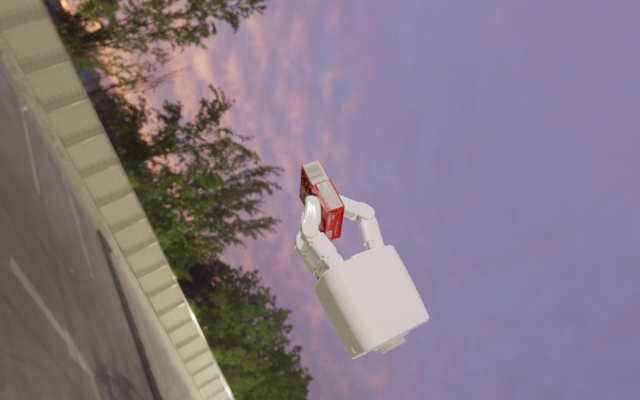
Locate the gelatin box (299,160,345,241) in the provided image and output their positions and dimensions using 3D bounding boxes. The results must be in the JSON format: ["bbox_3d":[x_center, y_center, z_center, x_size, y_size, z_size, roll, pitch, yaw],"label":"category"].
[{"bbox_3d":[0.000,0.002,0.654,0.030,0.089,0.073,-17,-33,-17],"label":"gelatin box"}]
